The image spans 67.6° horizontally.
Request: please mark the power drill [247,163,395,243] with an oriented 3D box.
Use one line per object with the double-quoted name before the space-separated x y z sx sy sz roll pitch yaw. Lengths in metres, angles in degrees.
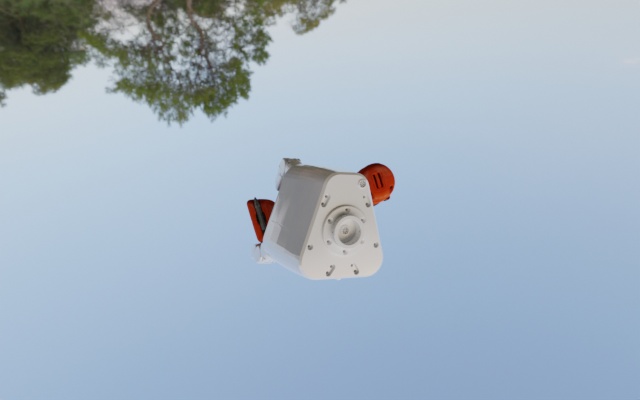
"power drill" 0.000 0.002 0.646 0.187 0.057 0.184 -19 -5 -4
